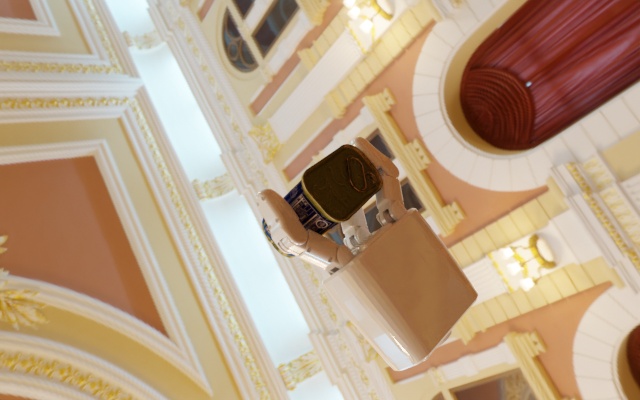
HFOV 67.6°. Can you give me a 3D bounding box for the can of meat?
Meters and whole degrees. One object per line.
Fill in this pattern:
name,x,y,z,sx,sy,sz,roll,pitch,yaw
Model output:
can of meat,0.000,0.002,0.466,0.084,0.057,0.102,-41,-1,41
